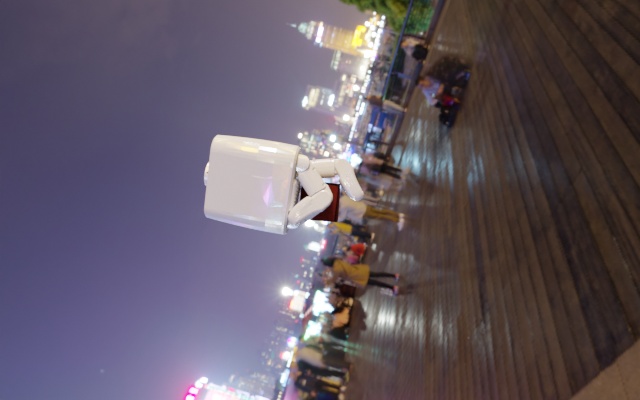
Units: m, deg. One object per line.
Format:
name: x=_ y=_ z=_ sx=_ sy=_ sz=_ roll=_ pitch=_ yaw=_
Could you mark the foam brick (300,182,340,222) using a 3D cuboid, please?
foam brick: x=0.000 y=0.002 z=0.659 sx=0.051 sy=0.053 sz=0.078 roll=5 pitch=-3 yaw=3
